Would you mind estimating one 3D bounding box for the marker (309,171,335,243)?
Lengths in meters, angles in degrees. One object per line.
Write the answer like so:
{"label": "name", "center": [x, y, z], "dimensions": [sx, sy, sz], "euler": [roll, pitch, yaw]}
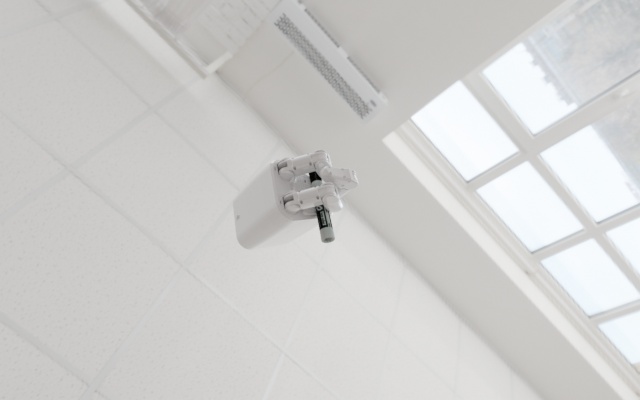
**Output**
{"label": "marker", "center": [0.000, 0.002, 0.668], "dimensions": [0.020, 0.121, 0.020], "euler": [-9, -30, -5]}
